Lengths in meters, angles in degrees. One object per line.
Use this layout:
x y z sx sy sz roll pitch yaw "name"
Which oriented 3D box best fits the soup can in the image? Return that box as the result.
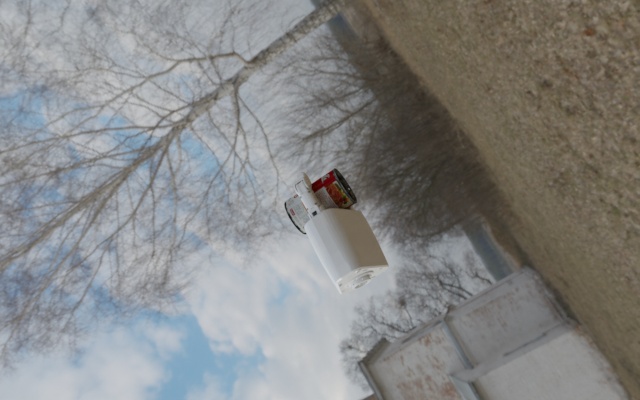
0.000 0.002 0.787 0.102 0.068 0.068 -33 -8 12 "soup can"
